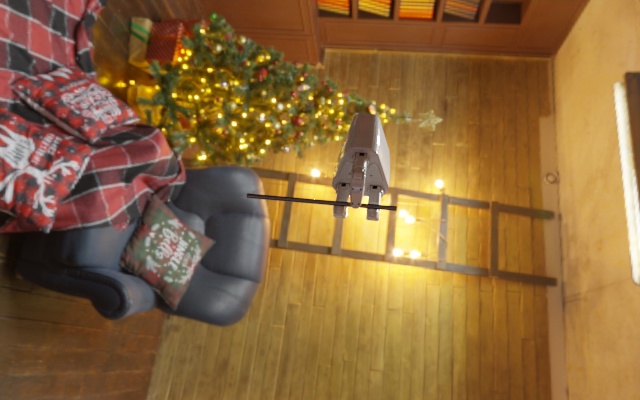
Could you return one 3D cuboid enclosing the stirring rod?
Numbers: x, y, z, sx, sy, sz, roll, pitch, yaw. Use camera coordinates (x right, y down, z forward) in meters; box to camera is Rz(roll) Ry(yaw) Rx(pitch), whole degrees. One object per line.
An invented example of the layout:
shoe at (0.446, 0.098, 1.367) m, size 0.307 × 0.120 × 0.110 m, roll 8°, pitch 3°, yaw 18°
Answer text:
stirring rod at (0.000, 0.002, 0.759) m, size 0.239 × 0.011 × 0.011 m, roll 5°, pitch 1°, yaw 7°
